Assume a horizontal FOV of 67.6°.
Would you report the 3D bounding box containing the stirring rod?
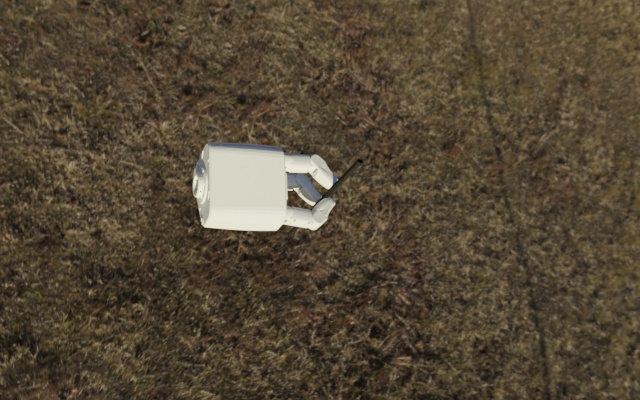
[{"bbox_3d":[0.000,0.002,0.726,0.011,0.011,0.240,0,-27,-30],"label":"stirring rod"}]
